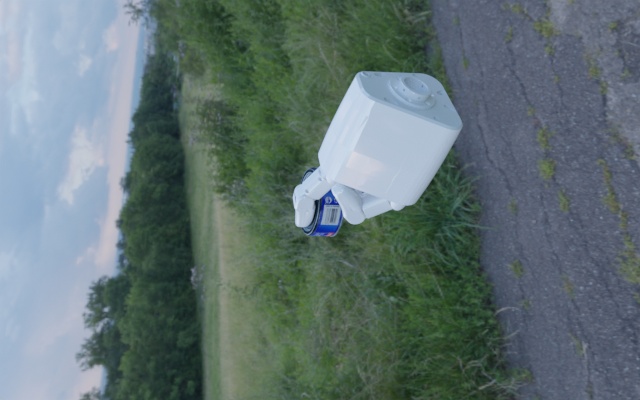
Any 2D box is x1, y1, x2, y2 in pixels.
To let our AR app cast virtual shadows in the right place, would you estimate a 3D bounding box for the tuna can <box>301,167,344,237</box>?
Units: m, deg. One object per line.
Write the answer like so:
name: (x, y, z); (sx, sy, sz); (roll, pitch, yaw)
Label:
tuna can: (0.000, 0.002, 0.593); (0.034, 0.086, 0.086); (2, -1, -20)
